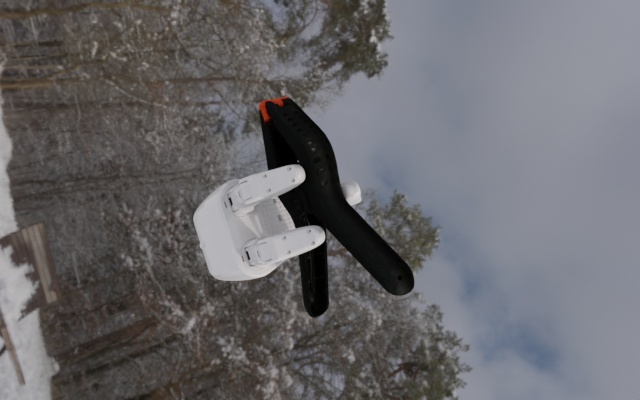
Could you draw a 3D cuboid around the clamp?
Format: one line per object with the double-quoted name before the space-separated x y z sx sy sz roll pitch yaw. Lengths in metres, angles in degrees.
"clamp" 0.000 0.001 0.420 0.036 0.210 0.164 -17 -3 -31
